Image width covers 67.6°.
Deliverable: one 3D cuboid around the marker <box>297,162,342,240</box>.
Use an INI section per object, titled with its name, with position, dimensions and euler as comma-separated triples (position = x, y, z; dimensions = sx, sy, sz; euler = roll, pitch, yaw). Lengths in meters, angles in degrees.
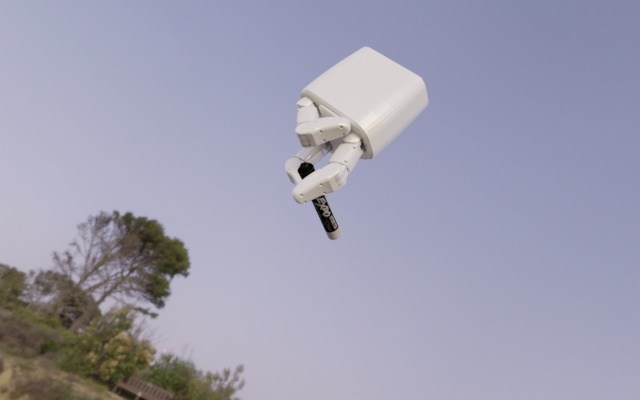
[marker]
position = 0.000, 0.002, 0.552
dimensions = 0.020, 0.020, 0.121
euler = 0, -42, 24
